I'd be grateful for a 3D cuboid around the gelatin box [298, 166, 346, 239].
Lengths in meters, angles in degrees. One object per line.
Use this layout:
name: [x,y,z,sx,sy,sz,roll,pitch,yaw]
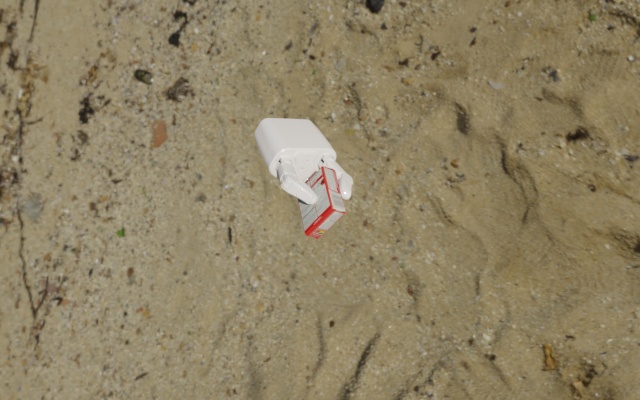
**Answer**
gelatin box: [0.000,0.003,0.741,0.030,0.089,0.073,18,-47,-33]
